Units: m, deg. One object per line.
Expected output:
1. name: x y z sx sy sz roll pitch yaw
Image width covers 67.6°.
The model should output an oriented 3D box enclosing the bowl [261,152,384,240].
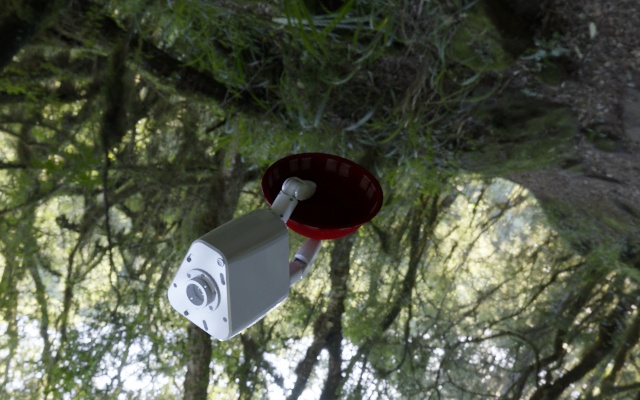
1. bowl: 0.001 0.002 0.644 0.162 0.055 0.162 6 39 -5
